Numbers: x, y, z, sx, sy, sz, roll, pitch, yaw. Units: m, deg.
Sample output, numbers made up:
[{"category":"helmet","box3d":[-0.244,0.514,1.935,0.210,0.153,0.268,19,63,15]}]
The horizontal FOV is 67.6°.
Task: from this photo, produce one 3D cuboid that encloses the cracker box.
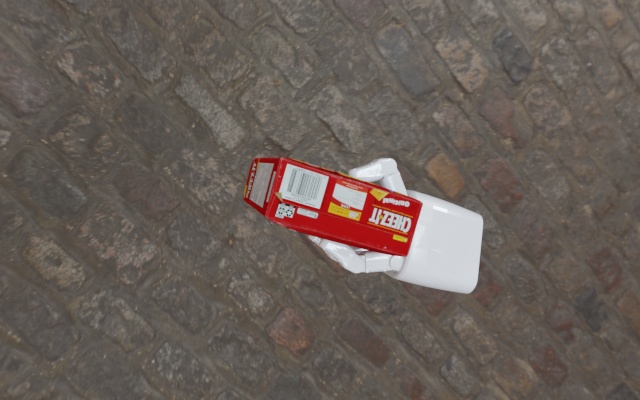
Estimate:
[{"category":"cracker box","box3d":[0.000,0.002,0.587,0.164,0.072,0.213,16,0,-16]}]
